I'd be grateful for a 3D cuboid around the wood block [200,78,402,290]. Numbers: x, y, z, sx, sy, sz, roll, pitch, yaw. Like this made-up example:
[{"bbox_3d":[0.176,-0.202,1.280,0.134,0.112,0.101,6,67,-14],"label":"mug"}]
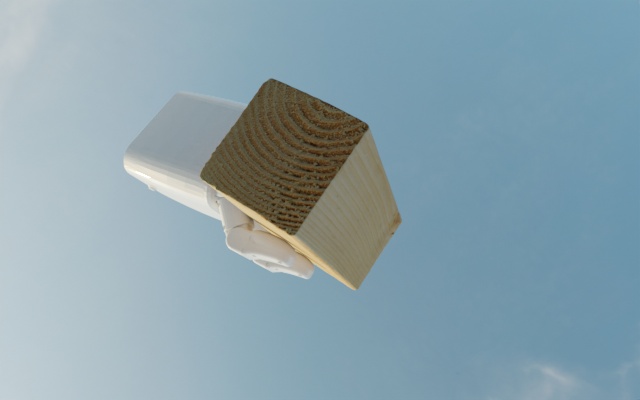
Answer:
[{"bbox_3d":[0.000,0.001,0.411,0.090,0.091,0.206,30,-9,23],"label":"wood block"}]
